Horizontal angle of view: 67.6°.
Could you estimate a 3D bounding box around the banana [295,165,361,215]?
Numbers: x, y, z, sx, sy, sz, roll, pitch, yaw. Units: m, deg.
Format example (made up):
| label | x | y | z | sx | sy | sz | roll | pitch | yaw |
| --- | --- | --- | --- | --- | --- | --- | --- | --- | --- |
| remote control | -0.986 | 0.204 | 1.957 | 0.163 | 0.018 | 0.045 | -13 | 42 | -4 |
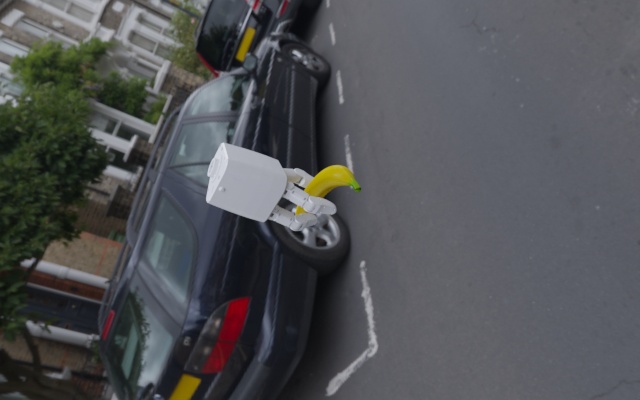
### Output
| label | x | y | z | sx | sy | sz | roll | pitch | yaw |
| --- | --- | --- | --- | --- | --- | --- | --- | --- | --- |
| banana | 0.002 | -0.015 | 0.855 | 0.037 | 0.069 | 0.198 | 16 | -28 | -27 |
